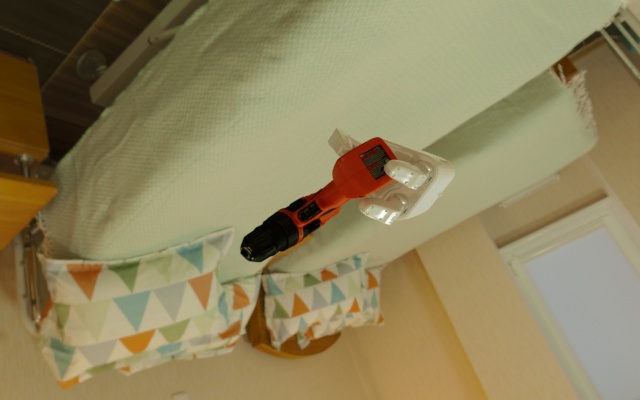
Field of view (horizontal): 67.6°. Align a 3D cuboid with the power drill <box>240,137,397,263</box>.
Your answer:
[{"bbox_3d":[0.001,0.002,0.603,0.184,0.057,0.188,-34,-1,-45],"label":"power drill"}]
